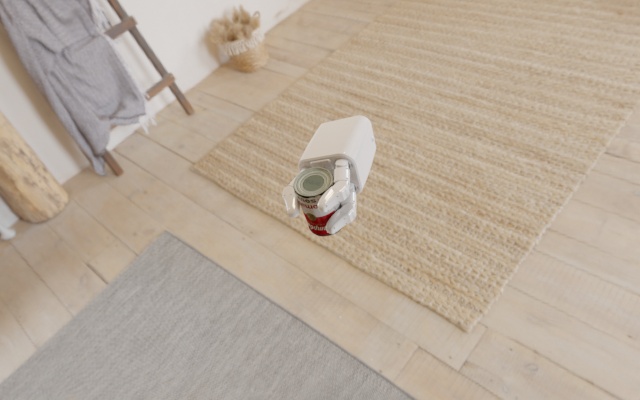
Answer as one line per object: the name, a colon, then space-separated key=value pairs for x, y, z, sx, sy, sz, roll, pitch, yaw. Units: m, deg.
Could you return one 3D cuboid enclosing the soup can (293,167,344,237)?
soup can: x=0.000 y=0.003 z=0.792 sx=0.068 sy=0.068 sz=0.102 roll=0 pitch=-41 yaw=18
